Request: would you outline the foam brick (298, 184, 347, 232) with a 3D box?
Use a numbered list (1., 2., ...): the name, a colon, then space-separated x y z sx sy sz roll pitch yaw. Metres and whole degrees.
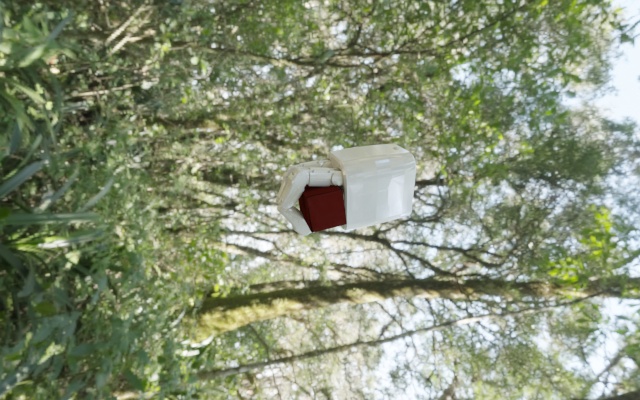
1. foam brick: 0.000 0.002 0.665 0.051 0.053 0.078 -11 21 -10
